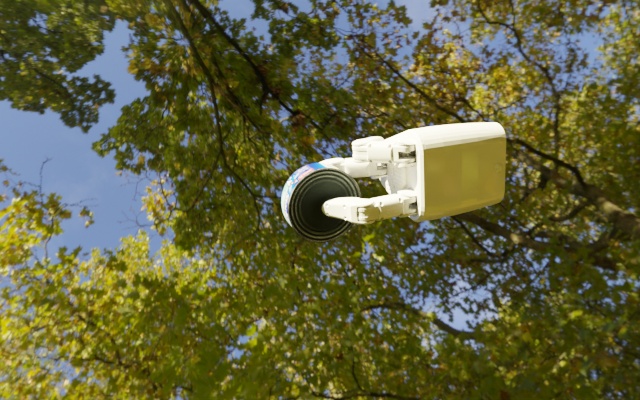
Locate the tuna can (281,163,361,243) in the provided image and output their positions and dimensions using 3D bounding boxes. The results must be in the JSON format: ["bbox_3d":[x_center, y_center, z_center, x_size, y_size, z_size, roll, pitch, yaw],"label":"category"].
[{"bbox_3d":[0.000,0.002,0.533,0.086,0.086,0.033,0,17,-21],"label":"tuna can"}]
